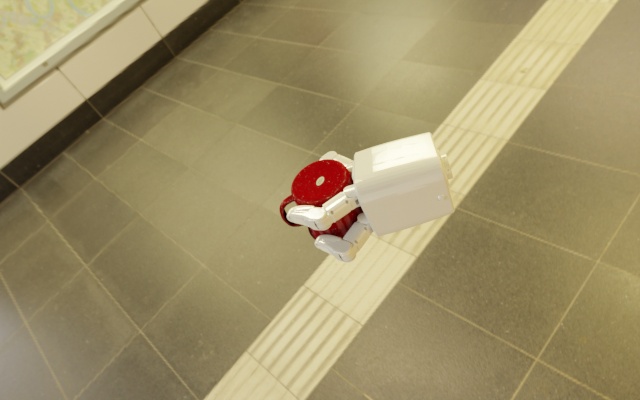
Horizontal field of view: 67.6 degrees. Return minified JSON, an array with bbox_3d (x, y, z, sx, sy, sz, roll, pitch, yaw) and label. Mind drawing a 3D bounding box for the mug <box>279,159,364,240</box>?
[{"bbox_3d":[-0.001,0.002,0.648,0.117,0.093,0.082,-17,-46,13],"label":"mug"}]
